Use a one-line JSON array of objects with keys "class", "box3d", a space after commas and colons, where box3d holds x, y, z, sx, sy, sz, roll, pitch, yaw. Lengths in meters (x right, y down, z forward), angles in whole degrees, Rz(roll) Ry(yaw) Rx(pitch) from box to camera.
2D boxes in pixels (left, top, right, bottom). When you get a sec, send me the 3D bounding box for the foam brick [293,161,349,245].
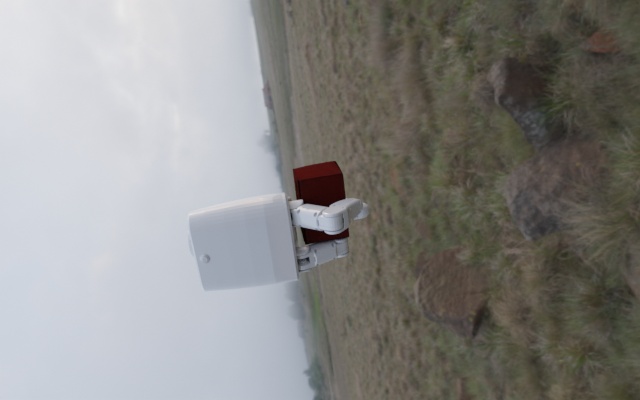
[{"class": "foam brick", "box3d": [0.000, 0.001, 0.539, 0.051, 0.078, 0.053, -8, 19, -5]}]
